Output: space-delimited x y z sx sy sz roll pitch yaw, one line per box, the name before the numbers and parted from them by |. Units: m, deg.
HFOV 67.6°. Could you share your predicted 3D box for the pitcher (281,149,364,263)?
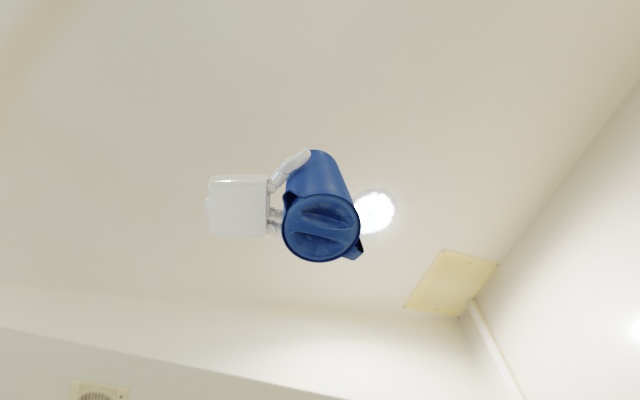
pitcher | 0.000 0.003 0.889 0.145 0.149 0.242 -2 27 -3
